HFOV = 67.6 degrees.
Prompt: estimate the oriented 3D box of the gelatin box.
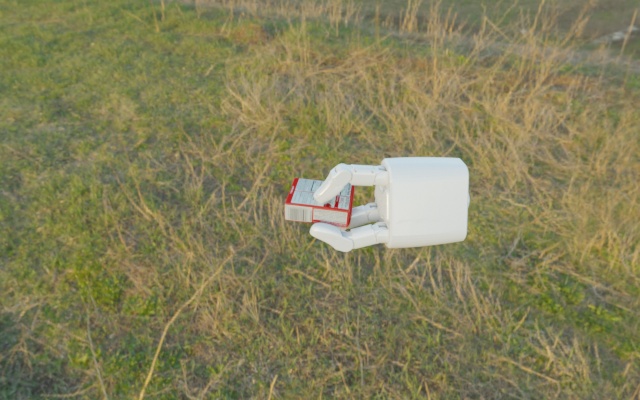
[{"bbox_3d":[0.000,0.002,0.653,0.089,0.030,0.073,7,32,4],"label":"gelatin box"}]
